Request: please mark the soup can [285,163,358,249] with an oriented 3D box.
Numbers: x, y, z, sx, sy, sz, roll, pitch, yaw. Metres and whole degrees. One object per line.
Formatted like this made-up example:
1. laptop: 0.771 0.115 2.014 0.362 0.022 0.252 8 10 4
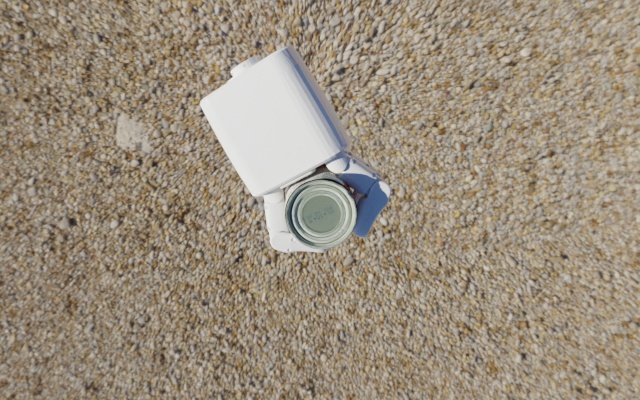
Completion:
1. soup can: 0.000 0.002 0.476 0.068 0.068 0.102 0 13 -1
